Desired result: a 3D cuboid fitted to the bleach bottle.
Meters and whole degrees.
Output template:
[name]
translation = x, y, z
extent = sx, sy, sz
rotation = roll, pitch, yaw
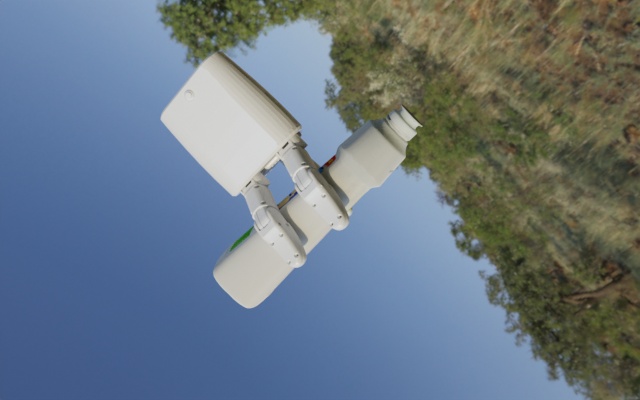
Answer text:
[bleach bottle]
translation = 0.000, 0.002, 0.486
extent = 0.251, 0.068, 0.102
rotation = -44, 4, 19
